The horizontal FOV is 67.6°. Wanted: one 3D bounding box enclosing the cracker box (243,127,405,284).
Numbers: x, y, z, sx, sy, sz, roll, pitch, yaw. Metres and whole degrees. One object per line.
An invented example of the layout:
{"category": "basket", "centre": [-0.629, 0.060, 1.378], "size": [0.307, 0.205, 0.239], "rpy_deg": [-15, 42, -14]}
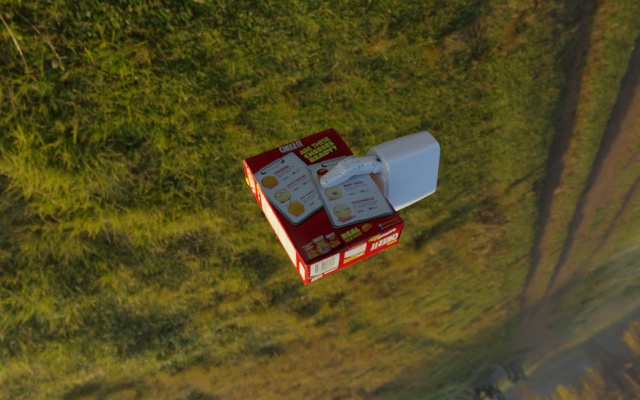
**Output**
{"category": "cracker box", "centre": [0.000, 0.002, 0.737], "size": [0.164, 0.213, 0.072], "rpy_deg": [-22, -32, -18]}
